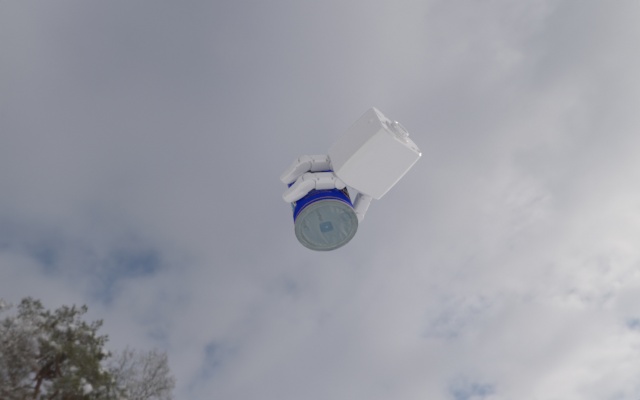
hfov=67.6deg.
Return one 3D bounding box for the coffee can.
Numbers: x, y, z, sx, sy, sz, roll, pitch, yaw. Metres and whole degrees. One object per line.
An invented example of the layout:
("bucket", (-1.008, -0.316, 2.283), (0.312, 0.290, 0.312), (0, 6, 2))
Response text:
("coffee can", (0.000, 0.003, 0.812), (0.103, 0.103, 0.140), (0, 36, -10))
